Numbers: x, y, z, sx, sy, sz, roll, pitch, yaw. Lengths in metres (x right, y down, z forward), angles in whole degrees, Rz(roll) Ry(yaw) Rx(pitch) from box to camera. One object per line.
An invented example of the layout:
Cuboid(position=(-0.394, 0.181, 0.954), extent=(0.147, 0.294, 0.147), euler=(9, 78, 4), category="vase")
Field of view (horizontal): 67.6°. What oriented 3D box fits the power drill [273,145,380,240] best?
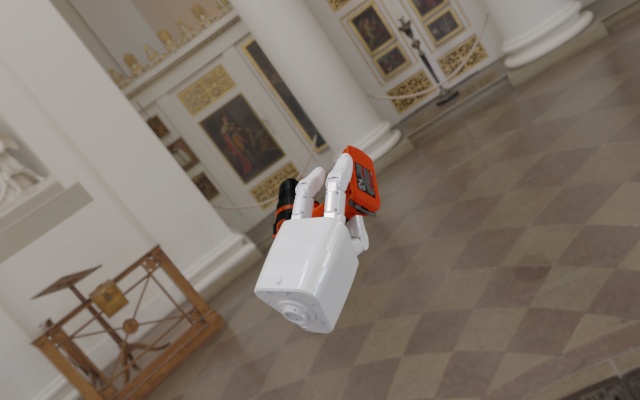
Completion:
Cuboid(position=(0.000, 0.002, 0.716), extent=(0.057, 0.184, 0.188), euler=(24, -48, -33), category="power drill")
